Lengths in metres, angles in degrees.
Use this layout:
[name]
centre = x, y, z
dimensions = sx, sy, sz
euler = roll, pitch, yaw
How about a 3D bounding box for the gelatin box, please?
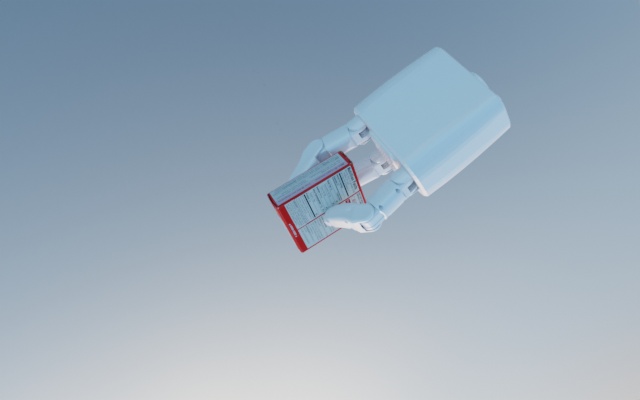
[gelatin box]
centre = 0.000, 0.002, 0.491
dimensions = 0.089, 0.073, 0.030
euler = -32, 43, -8
